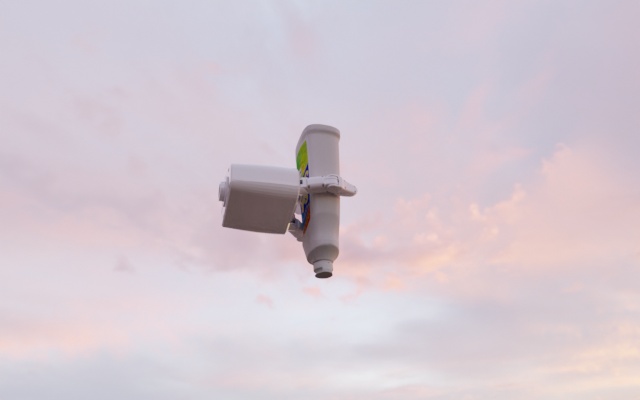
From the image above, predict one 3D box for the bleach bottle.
[{"bbox_3d":[0.000,0.003,0.785,0.068,0.250,0.103,6,-32,-17],"label":"bleach bottle"}]
